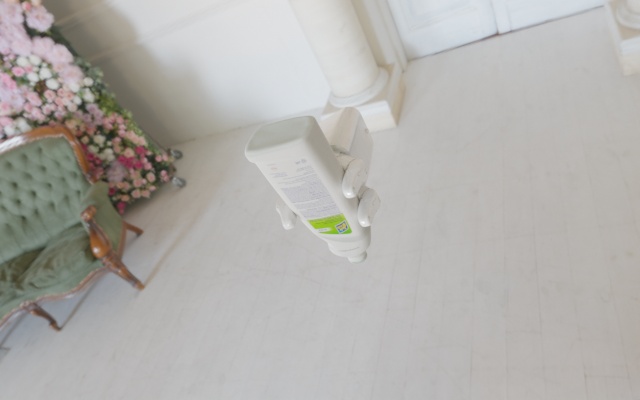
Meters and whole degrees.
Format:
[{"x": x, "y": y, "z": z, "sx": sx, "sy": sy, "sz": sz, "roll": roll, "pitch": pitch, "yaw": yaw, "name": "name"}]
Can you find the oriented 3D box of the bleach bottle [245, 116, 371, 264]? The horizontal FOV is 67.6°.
[{"x": 0.000, "y": 0.002, "z": 0.675, "sx": 0.102, "sy": 0.068, "sz": 0.251, "roll": -8, "pitch": -49, "yaw": 28, "name": "bleach bottle"}]
